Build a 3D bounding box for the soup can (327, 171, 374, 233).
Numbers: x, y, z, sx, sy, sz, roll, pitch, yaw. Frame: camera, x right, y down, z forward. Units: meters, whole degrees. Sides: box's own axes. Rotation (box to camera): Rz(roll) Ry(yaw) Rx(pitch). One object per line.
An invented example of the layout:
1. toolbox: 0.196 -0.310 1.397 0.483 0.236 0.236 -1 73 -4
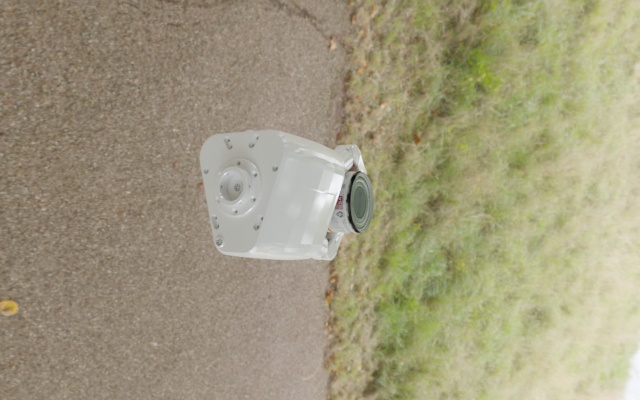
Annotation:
1. soup can: 0.001 0.002 0.530 0.102 0.068 0.068 0 0 27
